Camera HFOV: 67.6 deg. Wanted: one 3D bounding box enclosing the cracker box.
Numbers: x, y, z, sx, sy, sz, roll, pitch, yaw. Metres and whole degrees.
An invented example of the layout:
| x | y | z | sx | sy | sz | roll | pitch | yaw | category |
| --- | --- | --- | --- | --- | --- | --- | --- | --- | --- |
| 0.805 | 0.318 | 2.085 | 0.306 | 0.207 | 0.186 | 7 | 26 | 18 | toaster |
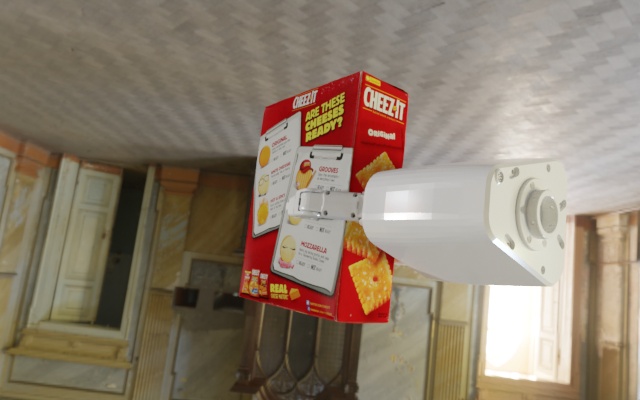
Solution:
| x | y | z | sx | sy | sz | roll | pitch | yaw | category |
| --- | --- | --- | --- | --- | --- | --- | --- | --- | --- |
| 0.000 | 0.002 | 0.475 | 0.072 | 0.213 | 0.164 | 13 | -10 | -37 | cracker box |
